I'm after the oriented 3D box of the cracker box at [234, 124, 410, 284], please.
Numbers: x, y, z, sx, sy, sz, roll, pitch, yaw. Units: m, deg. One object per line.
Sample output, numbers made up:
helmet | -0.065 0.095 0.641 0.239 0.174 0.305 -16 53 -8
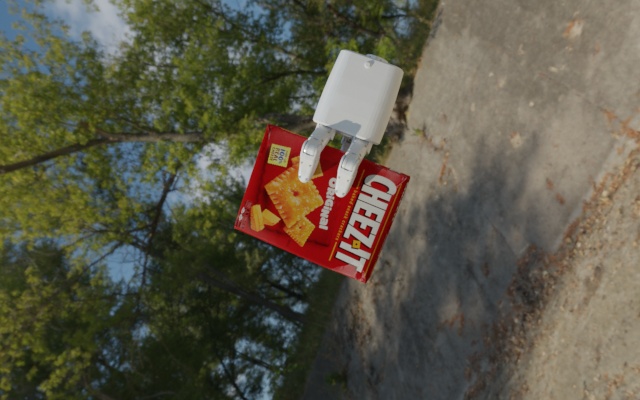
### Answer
cracker box | 0.000 0.002 0.694 0.213 0.164 0.072 22 8 10
